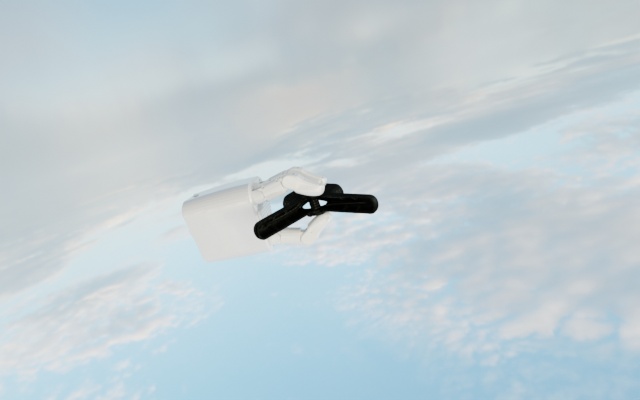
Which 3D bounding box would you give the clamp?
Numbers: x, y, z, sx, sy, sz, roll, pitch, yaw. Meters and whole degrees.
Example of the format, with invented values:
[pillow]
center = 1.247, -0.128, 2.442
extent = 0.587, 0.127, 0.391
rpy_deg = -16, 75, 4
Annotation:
[clamp]
center = 0.000, 0.003, 0.699
extent = 0.164, 0.036, 0.210
rpy_deg = -11, 12, 7
